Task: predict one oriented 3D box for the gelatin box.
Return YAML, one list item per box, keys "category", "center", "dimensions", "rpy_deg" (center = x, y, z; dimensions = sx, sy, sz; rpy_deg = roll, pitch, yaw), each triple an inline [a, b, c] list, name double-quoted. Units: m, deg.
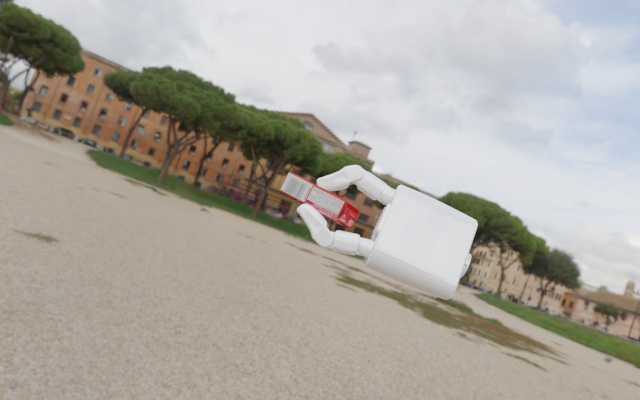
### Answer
- category: "gelatin box"
  center: [0.000, 0.001, 0.614]
  dimensions: [0.089, 0.030, 0.073]
  rpy_deg: [27, -3, 19]
